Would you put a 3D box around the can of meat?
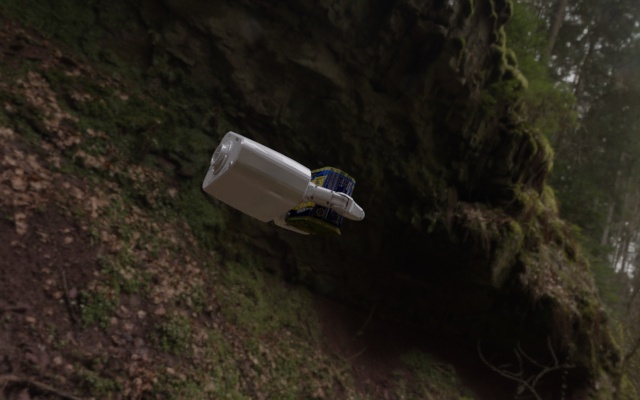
[{"bbox_3d":[0.000,0.002,0.701,0.057,0.084,0.102,26,-15,-24],"label":"can of meat"}]
